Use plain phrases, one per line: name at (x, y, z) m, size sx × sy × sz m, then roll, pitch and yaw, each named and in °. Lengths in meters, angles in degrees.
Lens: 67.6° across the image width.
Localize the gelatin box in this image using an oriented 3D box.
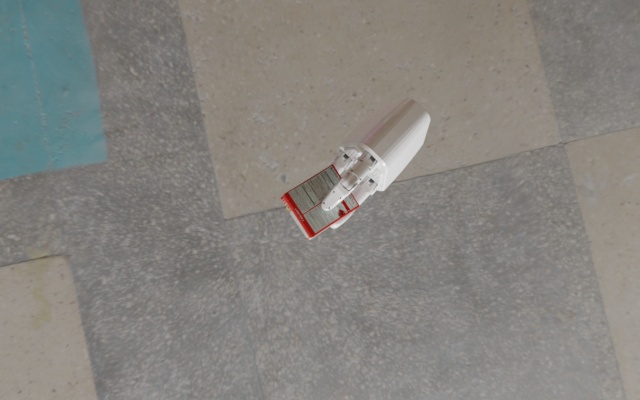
gelatin box at (0.000, 0.002, 0.680) m, size 0.089 × 0.073 × 0.030 m, roll -33°, pitch -3°, yaw -18°
